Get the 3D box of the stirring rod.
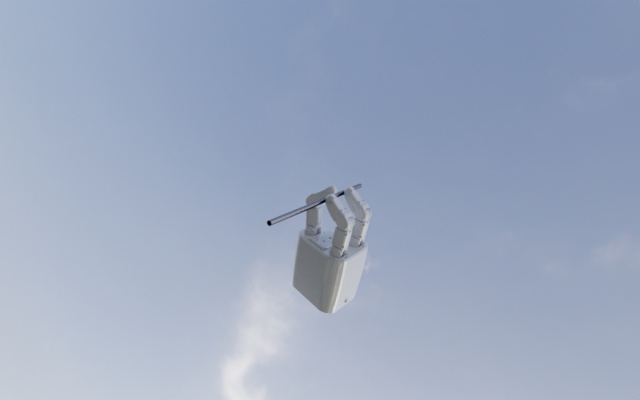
[{"bbox_3d":[0.000,0.002,0.728,0.011,0.011,0.239,0,13,36],"label":"stirring rod"}]
